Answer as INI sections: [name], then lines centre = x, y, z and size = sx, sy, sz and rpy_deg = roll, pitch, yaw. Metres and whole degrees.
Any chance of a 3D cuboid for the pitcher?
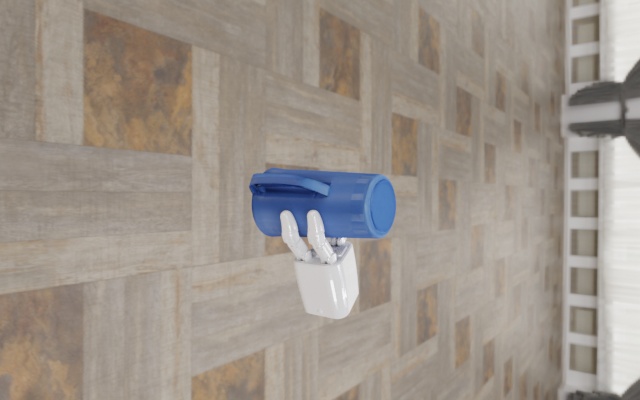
[pitcher]
centre = 0.000, 0.003, 0.847
size = 0.243, 0.145, 0.149
rpy_deg = 1, 20, 34
